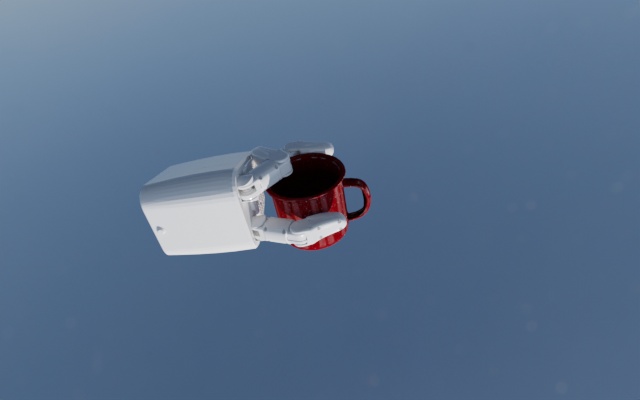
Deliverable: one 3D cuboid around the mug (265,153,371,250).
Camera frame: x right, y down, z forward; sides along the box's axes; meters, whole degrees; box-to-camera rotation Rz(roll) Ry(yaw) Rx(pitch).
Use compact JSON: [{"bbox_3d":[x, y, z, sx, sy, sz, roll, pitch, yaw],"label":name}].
[{"bbox_3d":[0.002,0.002,0.554,0.117,0.082,0.093,-6,37,7],"label":"mug"}]
